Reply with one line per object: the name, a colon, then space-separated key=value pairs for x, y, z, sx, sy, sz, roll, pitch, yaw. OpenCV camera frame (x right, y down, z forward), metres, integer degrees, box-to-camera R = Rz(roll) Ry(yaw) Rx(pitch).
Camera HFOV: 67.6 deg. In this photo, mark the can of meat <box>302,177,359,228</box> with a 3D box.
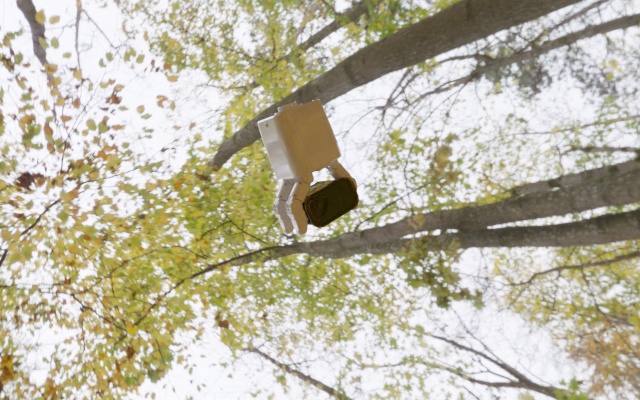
can of meat: x=0.000 y=0.003 z=0.817 sx=0.102 sy=0.057 sz=0.084 roll=-30 pitch=15 yaw=-26
